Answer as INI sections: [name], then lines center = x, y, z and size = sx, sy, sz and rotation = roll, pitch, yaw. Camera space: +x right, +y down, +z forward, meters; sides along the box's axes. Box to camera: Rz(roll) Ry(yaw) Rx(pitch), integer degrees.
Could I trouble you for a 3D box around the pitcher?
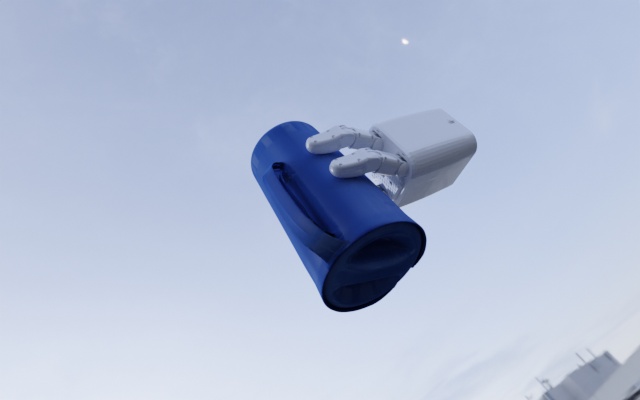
[pitcher]
center = 0.000, 0.002, 0.577
size = 0.145, 0.149, 0.242
rotation = -21, 47, -19
